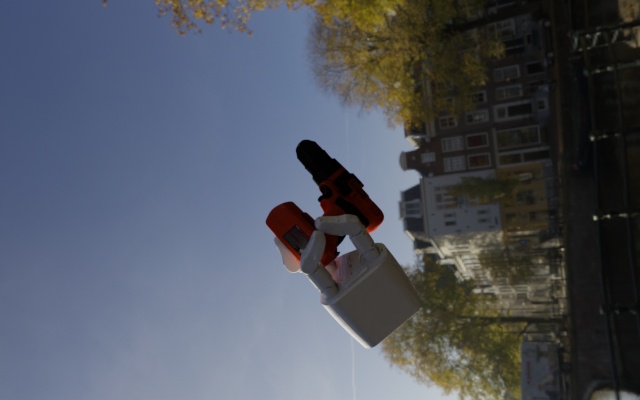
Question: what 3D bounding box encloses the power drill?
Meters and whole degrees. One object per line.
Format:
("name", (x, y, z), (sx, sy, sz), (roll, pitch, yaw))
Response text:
("power drill", (0.000, 0.003, 0.708), (0.057, 0.184, 0.187), (-45, -1, 38))
